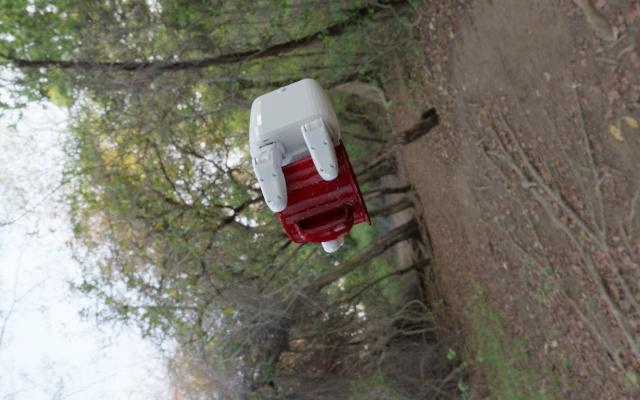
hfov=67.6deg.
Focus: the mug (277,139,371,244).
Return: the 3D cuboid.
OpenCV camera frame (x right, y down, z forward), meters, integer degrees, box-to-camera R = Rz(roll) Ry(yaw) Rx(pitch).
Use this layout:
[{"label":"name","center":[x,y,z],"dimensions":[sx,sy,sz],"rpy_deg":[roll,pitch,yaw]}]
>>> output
[{"label":"mug","center":[0.000,0.003,0.478],"dimensions":[0.081,0.093,0.117],"rpy_deg":[-20,37,6]}]
